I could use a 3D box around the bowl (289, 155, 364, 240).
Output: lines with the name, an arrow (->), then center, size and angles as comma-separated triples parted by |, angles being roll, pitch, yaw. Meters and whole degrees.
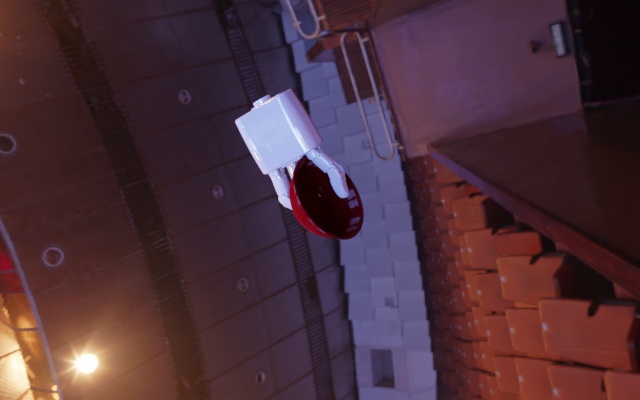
bowl -> 0.000, 0.004, 0.826 | 0.162, 0.162, 0.055 | 0, -26, -47
